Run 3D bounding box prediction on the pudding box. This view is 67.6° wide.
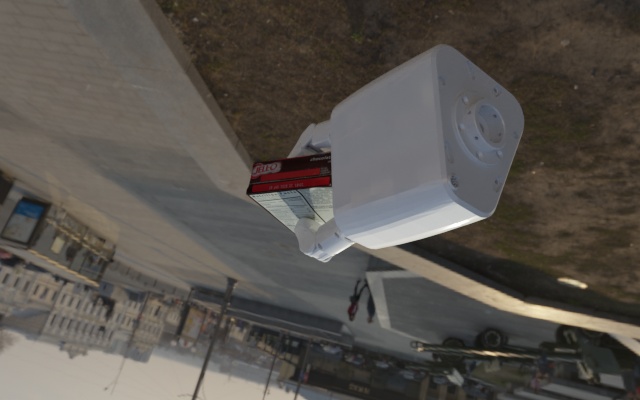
[{"bbox_3d":[0.000,0.002,0.442,0.090,0.039,0.113,-3,-31,29],"label":"pudding box"}]
